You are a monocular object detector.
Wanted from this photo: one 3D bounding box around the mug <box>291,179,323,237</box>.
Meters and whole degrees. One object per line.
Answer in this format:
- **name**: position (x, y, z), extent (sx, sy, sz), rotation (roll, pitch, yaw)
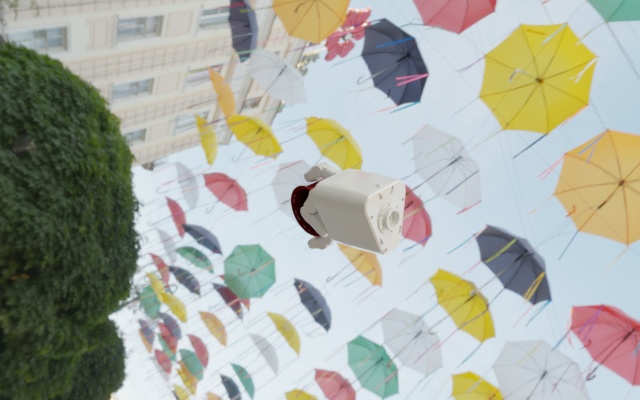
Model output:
- **mug**: position (-0.001, 0.002, 0.843), extent (0.081, 0.093, 0.117), rotation (-25, 27, -36)
